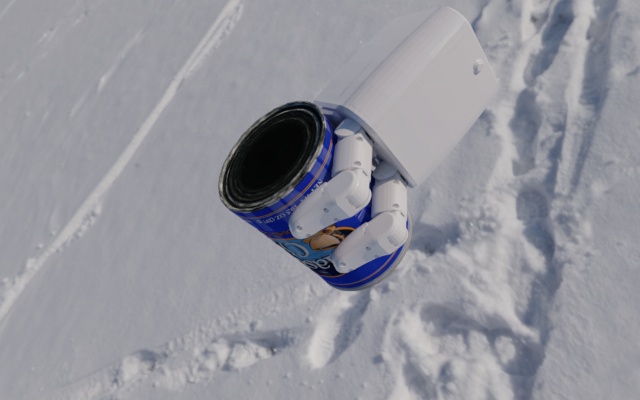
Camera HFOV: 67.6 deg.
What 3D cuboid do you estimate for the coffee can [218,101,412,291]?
[{"bbox_3d":[0.000,0.002,0.403,0.103,0.102,0.140,0,-32,42],"label":"coffee can"}]
